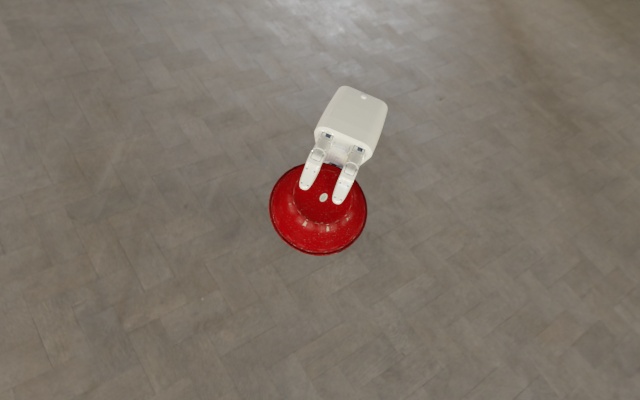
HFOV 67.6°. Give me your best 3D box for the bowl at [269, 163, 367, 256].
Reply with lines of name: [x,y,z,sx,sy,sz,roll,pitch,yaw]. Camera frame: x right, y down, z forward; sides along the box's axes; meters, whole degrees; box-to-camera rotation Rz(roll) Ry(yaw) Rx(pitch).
bowl: [0.000,0.004,0.750,0.162,0.162,0.055,0,-20,-8]
